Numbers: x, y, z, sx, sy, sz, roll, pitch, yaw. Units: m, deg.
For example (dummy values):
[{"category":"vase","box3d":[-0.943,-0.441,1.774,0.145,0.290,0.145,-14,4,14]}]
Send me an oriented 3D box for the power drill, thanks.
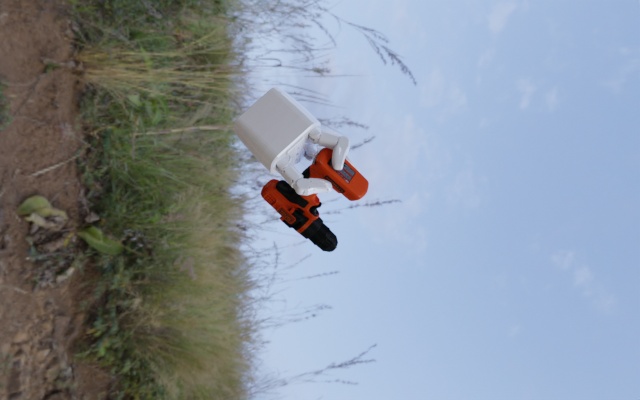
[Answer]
[{"category":"power drill","box3d":[0.000,0.002,0.866,0.188,0.184,0.057,-38,14,43]}]
